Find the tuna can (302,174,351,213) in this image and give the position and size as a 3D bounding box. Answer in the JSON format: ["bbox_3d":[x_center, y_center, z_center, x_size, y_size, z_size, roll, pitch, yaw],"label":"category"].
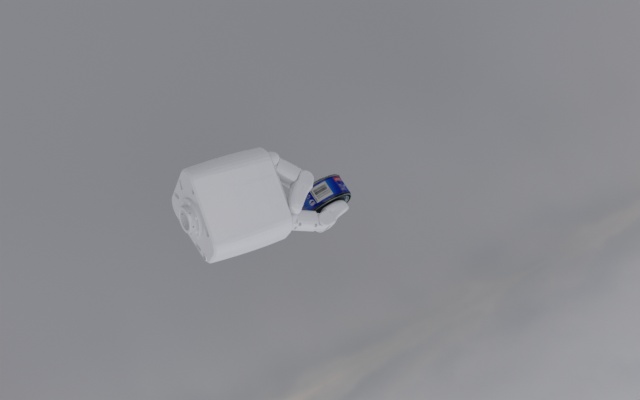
[{"bbox_3d":[0.000,0.003,0.670,0.086,0.033,0.086,-31,-16,-10],"label":"tuna can"}]
